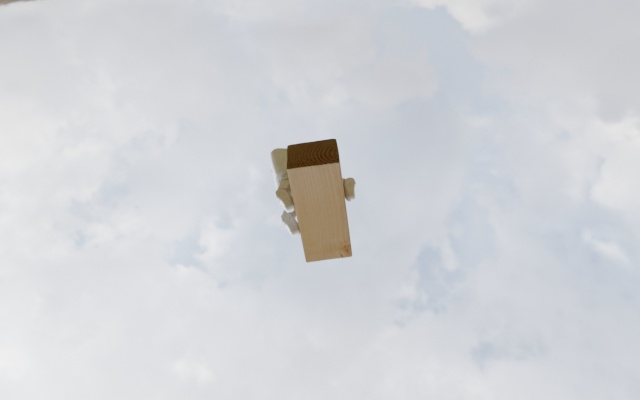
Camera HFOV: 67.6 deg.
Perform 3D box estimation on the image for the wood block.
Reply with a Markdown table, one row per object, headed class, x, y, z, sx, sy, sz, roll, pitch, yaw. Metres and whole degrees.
| class | x | y | z | sx | sy | sz | roll | pitch | yaw |
| --- | --- | --- | --- | --- | --- | --- | --- | --- | --- |
| wood block | 0.000 | 0.003 | 0.873 | 0.091 | 0.206 | 0.090 | -8 | 34 | 2 |
